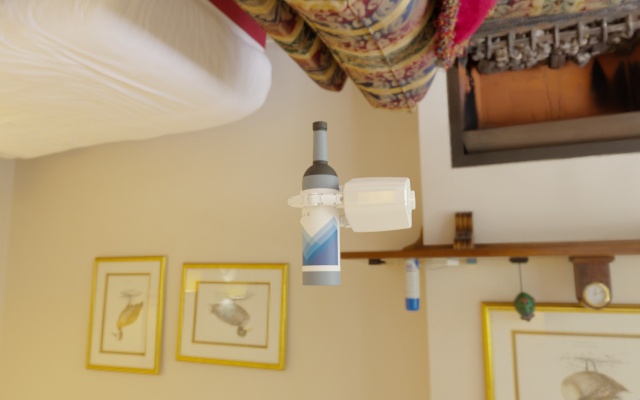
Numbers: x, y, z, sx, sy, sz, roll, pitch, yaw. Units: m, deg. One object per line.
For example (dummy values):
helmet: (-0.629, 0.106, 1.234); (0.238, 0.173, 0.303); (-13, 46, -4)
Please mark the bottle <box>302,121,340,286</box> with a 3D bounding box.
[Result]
bottle: (0.000, 0.003, 0.858); (0.069, 0.295, 0.069); (-1, -9, 0)
